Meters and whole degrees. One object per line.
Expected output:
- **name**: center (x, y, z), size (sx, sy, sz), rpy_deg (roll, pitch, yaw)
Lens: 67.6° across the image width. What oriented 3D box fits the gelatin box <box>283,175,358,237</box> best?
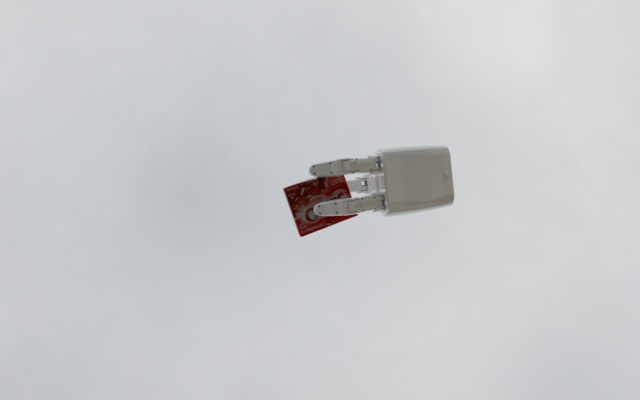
- **gelatin box**: center (0.000, 0.002, 0.677), size (0.089, 0.073, 0.030), rpy_deg (-20, 4, -6)
